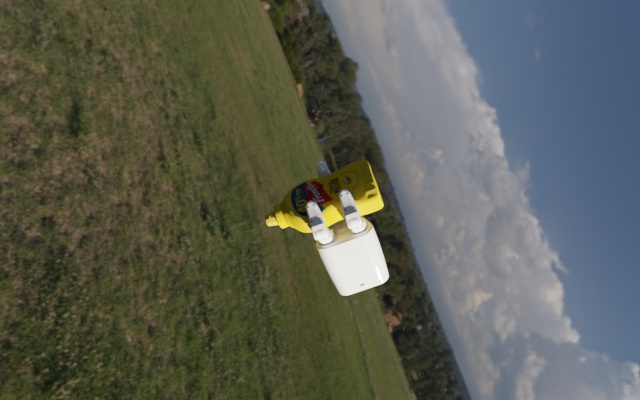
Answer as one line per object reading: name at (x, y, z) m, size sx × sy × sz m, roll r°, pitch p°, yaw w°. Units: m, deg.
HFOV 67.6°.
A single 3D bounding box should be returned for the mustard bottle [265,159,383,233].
mustard bottle at (0.000, 0.002, 0.784) m, size 0.191 × 0.096 × 0.058 m, roll -20°, pitch -42°, yaw 7°
